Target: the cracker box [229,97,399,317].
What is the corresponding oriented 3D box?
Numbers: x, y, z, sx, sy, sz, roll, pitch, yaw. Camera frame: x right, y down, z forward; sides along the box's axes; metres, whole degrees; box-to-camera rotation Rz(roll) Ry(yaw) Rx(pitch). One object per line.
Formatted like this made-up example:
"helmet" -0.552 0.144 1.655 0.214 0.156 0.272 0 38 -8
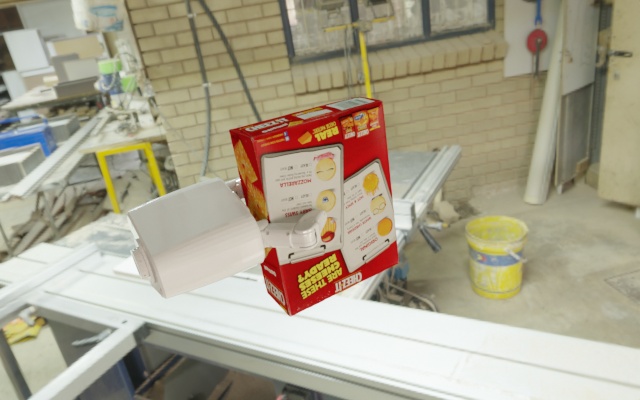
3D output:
"cracker box" 0.000 0.002 0.559 0.164 0.214 0.072 -21 26 -25
